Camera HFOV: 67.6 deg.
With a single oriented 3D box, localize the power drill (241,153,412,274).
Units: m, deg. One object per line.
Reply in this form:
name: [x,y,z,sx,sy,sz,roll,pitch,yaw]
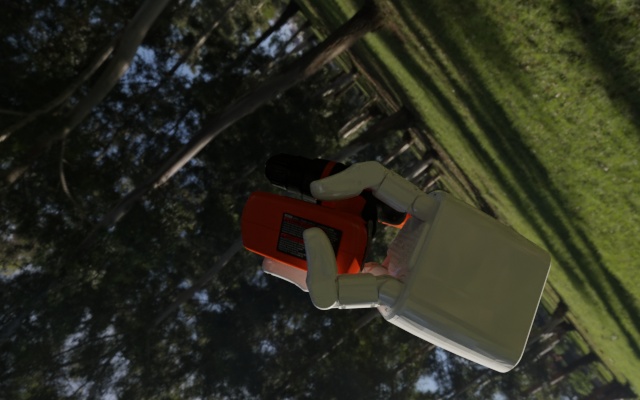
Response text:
power drill: [0.000,0.002,0.463,0.184,0.057,0.187,15,20,16]
